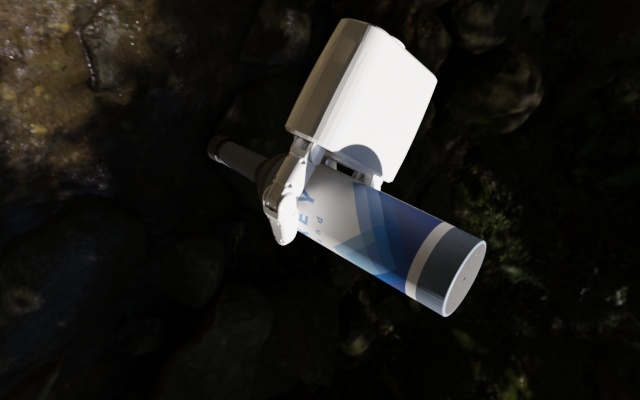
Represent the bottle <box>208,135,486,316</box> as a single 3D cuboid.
[{"bbox_3d":[0.000,0.002,0.443,0.295,0.069,0.069,28,15,30],"label":"bottle"}]
